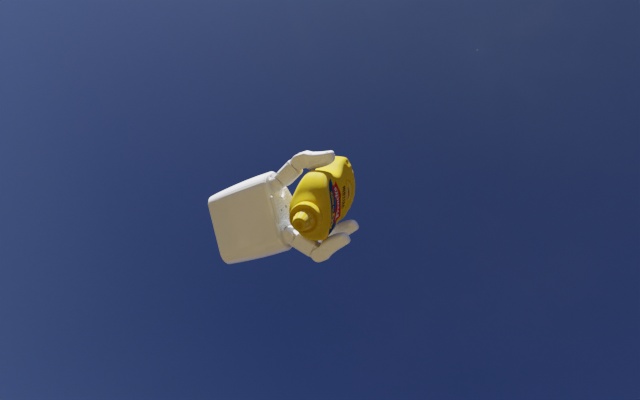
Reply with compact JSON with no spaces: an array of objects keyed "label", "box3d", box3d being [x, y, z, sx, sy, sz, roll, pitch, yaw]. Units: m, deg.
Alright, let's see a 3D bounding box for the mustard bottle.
[{"label":"mustard bottle","box3d":[0.001,0.002,0.668,0.058,0.096,0.191,7,19,16]}]
